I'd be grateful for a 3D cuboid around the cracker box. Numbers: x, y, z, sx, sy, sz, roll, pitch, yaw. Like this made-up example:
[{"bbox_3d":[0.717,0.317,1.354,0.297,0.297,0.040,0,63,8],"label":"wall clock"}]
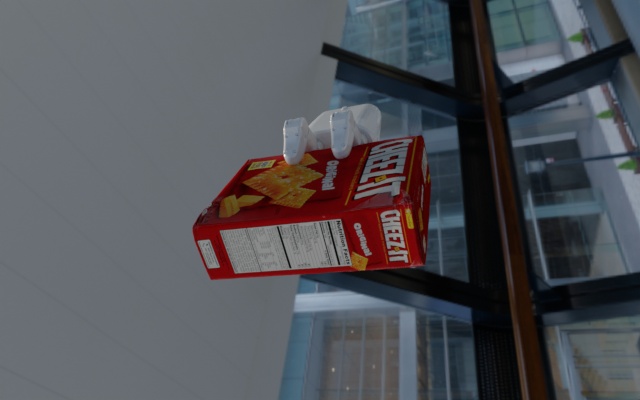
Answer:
[{"bbox_3d":[0.000,0.002,0.495,0.214,0.072,0.164,-7,26,18],"label":"cracker box"}]
